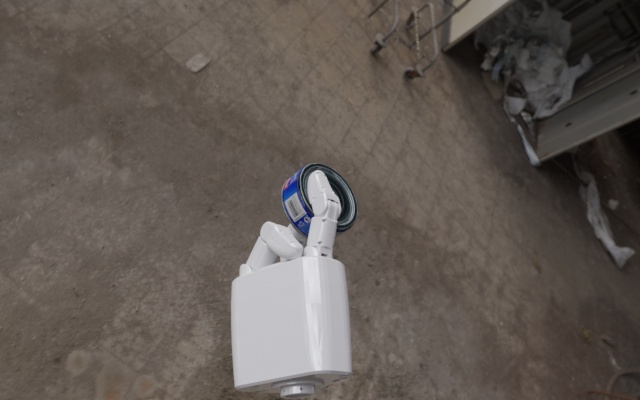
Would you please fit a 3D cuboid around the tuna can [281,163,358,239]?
[{"bbox_3d":[0.000,0.001,0.530,0.086,0.086,0.034,0,-28,-45],"label":"tuna can"}]
